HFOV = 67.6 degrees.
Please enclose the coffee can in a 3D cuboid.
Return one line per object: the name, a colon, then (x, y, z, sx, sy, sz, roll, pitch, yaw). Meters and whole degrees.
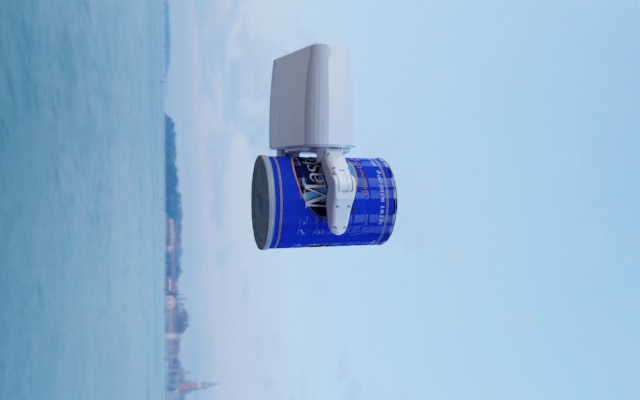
coffee can: (0.000, 0.002, 0.534, 0.140, 0.103, 0.103, 0, 0, -18)
